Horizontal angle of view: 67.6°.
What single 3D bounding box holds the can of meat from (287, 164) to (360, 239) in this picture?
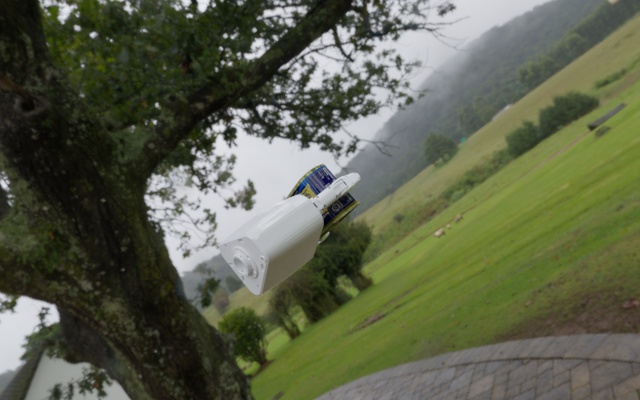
[{"bbox_3d":[0.000,0.002,0.734,0.057,0.084,0.102,-37,-7,-34],"label":"can of meat"}]
